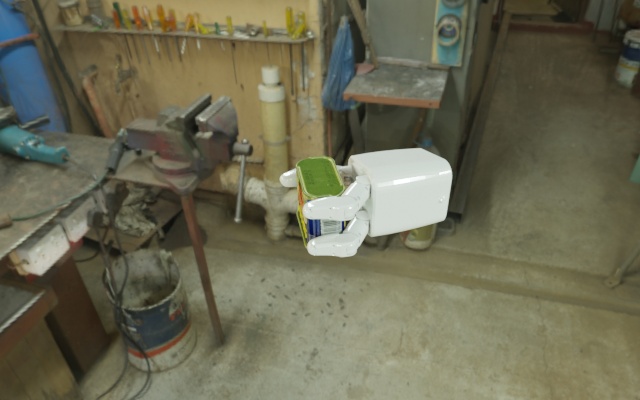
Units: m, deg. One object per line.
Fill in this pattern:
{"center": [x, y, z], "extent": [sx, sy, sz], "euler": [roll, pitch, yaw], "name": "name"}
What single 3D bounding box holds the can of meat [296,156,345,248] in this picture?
{"center": [0.000, 0.002, 0.619], "extent": [0.057, 0.084, 0.102], "euler": [-8, 36, -8], "name": "can of meat"}
